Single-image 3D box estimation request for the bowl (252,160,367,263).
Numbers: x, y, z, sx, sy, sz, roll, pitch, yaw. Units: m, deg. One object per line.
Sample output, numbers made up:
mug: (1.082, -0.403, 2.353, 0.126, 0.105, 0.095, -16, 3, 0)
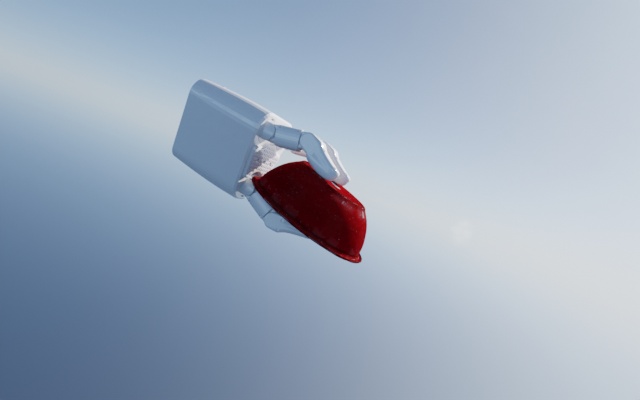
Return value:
bowl: (0.001, 0.002, 0.561, 0.162, 0.055, 0.162, 38, 8, -6)
